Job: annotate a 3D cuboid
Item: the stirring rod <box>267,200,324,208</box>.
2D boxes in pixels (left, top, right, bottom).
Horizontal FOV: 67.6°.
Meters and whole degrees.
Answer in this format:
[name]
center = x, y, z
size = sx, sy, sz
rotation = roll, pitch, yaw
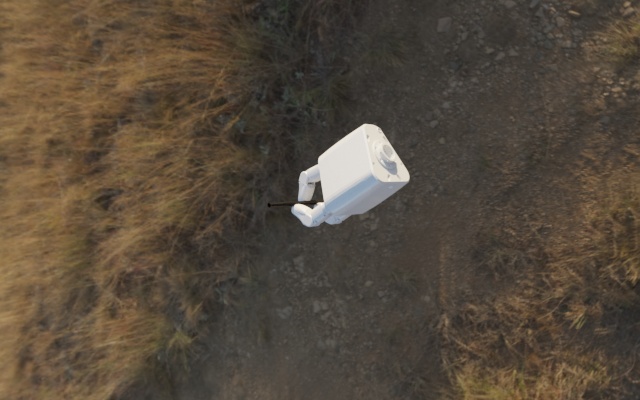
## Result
[stirring rod]
center = 0.000, 0.003, 0.858
size = 0.011, 0.011, 0.239
rotation = 0, 2, 44
